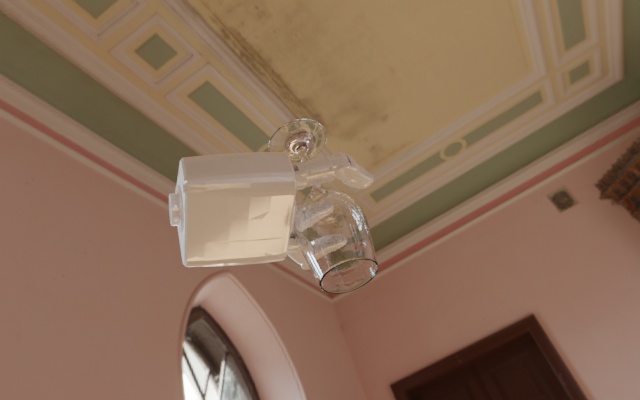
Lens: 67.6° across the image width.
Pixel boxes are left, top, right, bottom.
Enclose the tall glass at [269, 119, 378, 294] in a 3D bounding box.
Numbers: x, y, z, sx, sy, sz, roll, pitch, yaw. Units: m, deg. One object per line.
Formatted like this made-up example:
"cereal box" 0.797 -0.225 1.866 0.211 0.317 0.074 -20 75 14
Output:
"tall glass" 0.000 0.001 0.529 0.079 0.201 0.079 -13 -38 -11
